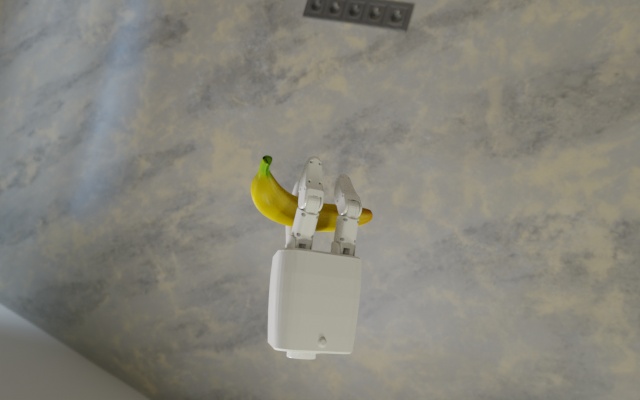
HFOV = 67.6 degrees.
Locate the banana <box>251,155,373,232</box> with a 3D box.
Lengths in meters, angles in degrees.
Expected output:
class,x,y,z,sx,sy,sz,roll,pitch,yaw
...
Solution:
class,x,y,z,sx,sy,sz,roll,pitch,yaw
banana,-0.016,0.008,0.572,0.070,0.037,0.198,-28,-34,31
